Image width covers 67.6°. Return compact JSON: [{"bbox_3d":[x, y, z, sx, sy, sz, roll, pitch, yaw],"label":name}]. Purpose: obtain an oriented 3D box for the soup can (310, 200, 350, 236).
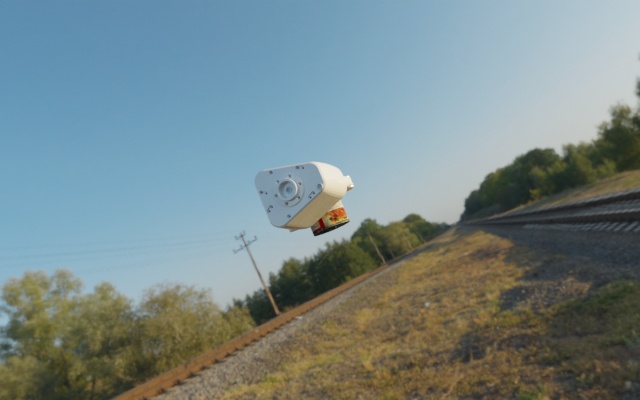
[{"bbox_3d":[0.000,0.002,0.827,0.068,0.102,0.068,-23,-9,-4],"label":"soup can"}]
